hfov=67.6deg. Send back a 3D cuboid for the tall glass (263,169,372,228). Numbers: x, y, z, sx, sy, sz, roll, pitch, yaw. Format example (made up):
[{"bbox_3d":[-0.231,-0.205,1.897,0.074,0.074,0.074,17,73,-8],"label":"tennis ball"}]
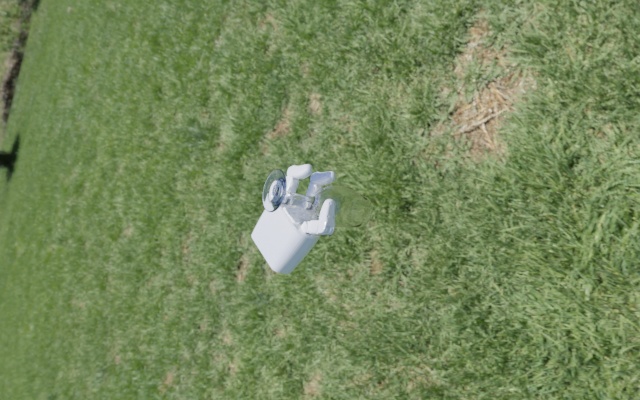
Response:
[{"bbox_3d":[0.000,0.003,0.863,0.201,0.079,0.079,14,-8,-35],"label":"tall glass"}]
